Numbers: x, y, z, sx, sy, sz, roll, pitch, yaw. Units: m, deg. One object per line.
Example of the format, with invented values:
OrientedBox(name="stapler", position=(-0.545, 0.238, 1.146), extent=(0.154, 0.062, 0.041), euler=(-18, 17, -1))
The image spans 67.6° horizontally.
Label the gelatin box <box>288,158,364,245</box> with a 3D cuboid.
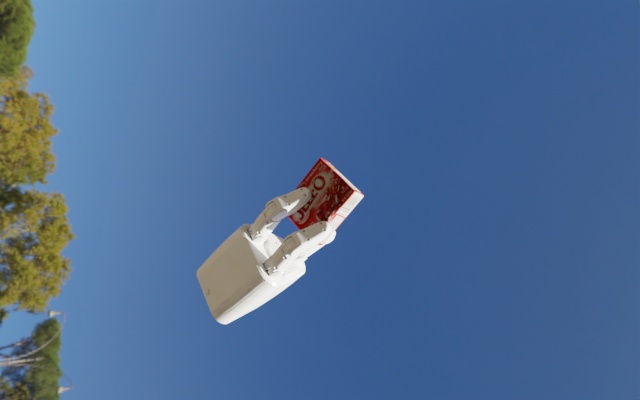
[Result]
OrientedBox(name="gelatin box", position=(0.001, 0.002, 0.619), extent=(0.073, 0.089, 0.030), euler=(46, 13, 31))
